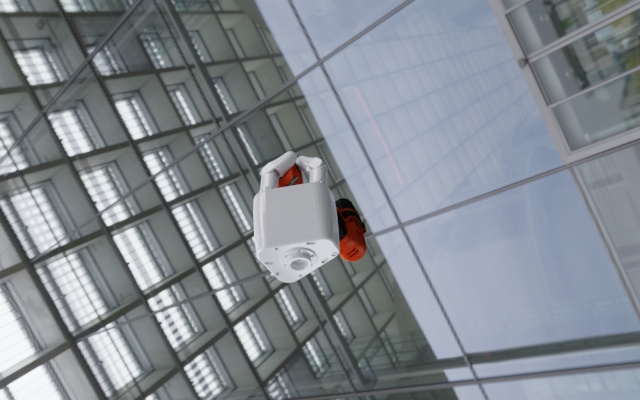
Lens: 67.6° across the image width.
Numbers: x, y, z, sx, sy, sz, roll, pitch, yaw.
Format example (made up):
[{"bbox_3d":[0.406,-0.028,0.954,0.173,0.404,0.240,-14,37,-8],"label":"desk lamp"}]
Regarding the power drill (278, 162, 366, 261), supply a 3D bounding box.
[{"bbox_3d":[0.000,0.003,0.818,0.188,0.057,0.184,39,15,-19],"label":"power drill"}]
